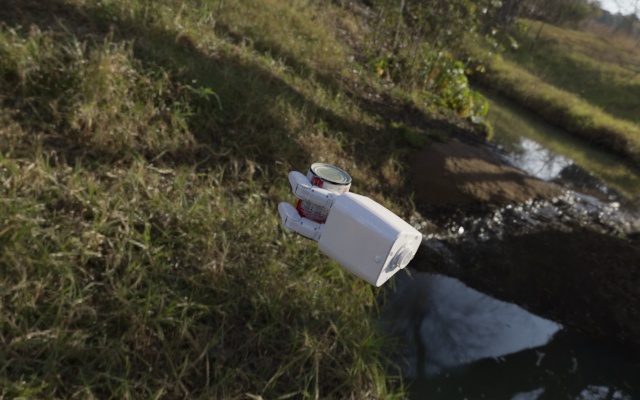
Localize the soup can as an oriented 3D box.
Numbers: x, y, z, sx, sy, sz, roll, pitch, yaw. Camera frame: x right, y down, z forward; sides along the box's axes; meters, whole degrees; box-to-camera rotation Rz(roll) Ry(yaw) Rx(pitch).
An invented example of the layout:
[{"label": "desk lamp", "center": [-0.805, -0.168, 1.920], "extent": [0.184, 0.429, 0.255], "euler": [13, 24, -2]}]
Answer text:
[{"label": "soup can", "center": [0.000, 0.002, 0.735], "extent": [0.068, 0.102, 0.068], "euler": [16, 24, -8]}]
